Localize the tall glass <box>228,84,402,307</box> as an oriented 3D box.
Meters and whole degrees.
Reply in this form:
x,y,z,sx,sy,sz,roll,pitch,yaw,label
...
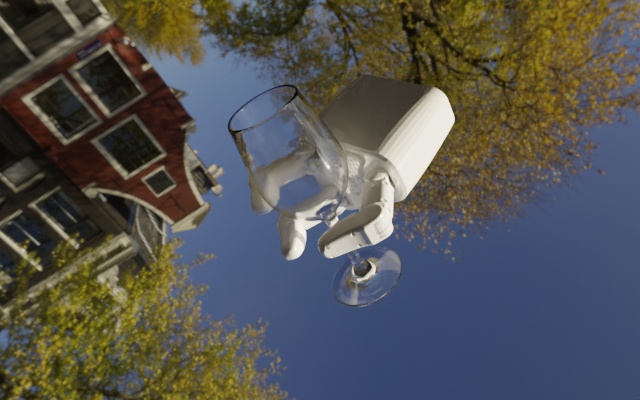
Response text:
x,y,z,sx,sy,sz,roll,pitch,yaw,label
0.000,0.002,0.414,0.079,0.201,0.079,-22,33,15,tall glass
